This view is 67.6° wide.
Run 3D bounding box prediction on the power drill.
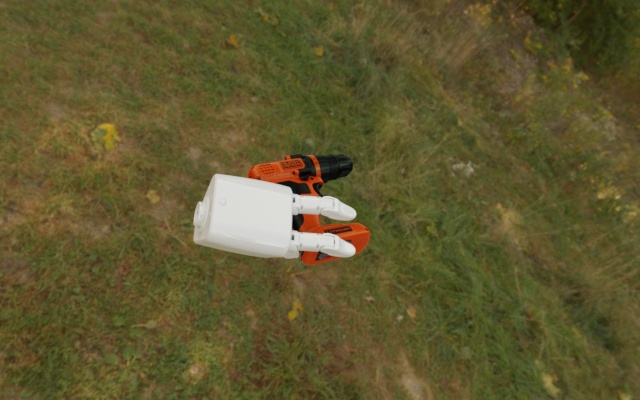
[{"bbox_3d":[0.000,0.003,0.740,0.184,0.187,0.057,-12,-40,-25],"label":"power drill"}]
